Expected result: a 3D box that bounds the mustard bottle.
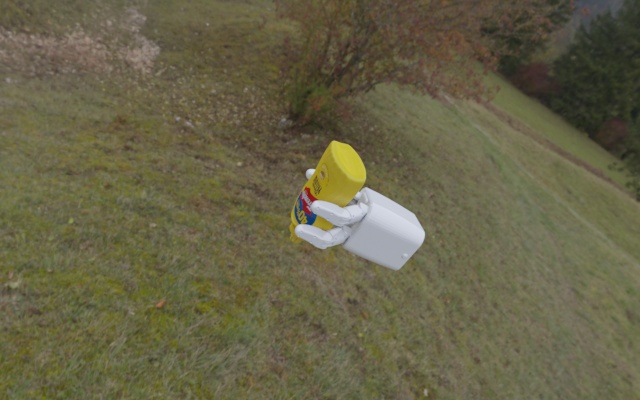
[{"bbox_3d":[0.000,0.002,0.783,0.058,0.096,0.192,10,-50,-31],"label":"mustard bottle"}]
